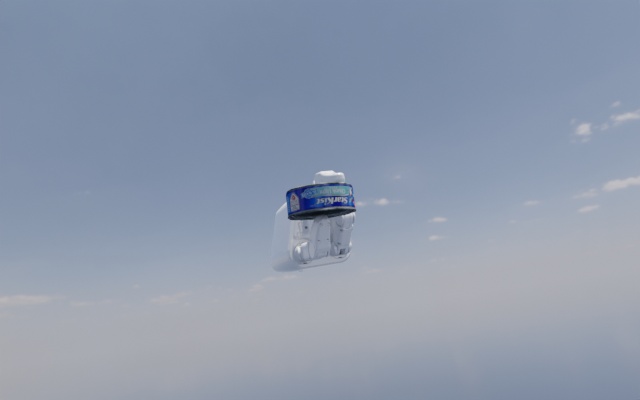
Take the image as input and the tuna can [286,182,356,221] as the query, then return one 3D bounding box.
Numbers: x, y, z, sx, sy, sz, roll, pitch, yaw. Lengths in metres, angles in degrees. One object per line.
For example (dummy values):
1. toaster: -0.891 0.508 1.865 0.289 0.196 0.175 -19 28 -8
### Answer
1. tuna can: 0.000 0.001 0.594 0.086 0.033 0.086 -6 -8 -1
